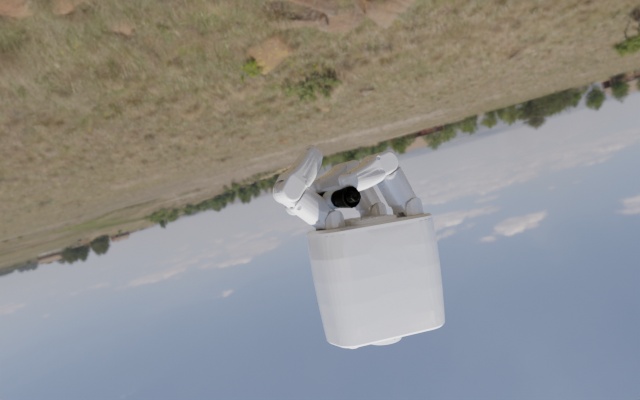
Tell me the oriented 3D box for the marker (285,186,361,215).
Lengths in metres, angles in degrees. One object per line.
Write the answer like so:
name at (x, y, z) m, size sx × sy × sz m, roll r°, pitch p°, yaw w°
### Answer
marker at (0.000, 0.001, 0.450) m, size 0.020 × 0.020 × 0.121 m, roll 0°, pitch -5°, yaw -29°
